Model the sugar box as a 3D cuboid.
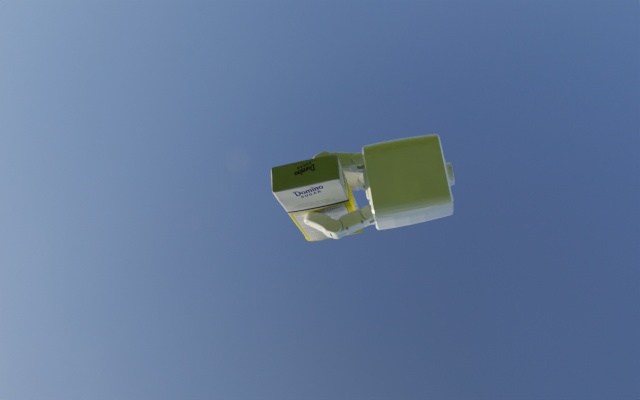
[{"bbox_3d":[0.000,0.002,0.691,0.093,0.048,0.176,-11,-31,9],"label":"sugar box"}]
